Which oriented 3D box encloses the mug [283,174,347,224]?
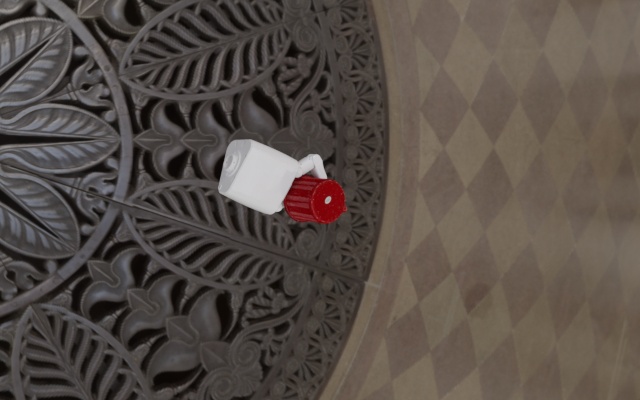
[{"bbox_3d":[0.001,0.003,0.894,0.117,0.093,0.081,23,-10,-36],"label":"mug"}]
